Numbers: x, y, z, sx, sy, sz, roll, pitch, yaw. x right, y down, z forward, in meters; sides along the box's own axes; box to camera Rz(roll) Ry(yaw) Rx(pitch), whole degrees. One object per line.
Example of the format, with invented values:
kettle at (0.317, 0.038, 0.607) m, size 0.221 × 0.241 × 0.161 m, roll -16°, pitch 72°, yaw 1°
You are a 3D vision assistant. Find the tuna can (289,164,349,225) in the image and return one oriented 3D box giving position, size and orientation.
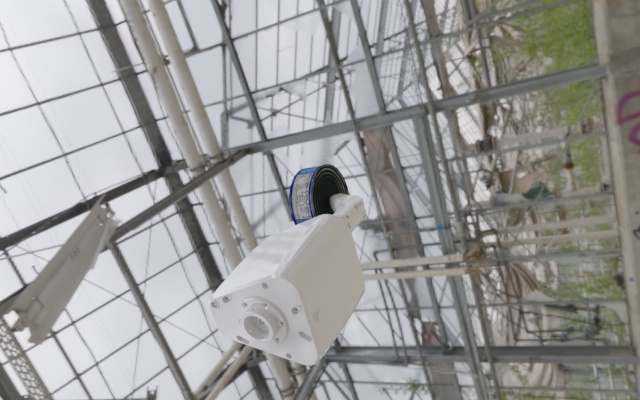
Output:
tuna can at (0.000, 0.002, 0.559) m, size 0.034 × 0.086 × 0.086 m, roll -7°, pitch -4°, yaw 32°
